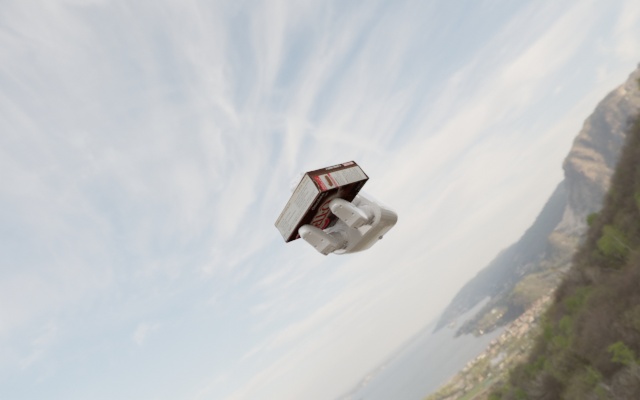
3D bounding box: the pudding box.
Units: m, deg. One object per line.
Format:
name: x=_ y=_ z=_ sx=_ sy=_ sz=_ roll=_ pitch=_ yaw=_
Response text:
pudding box: x=0.000 y=0.002 z=0.632 sx=0.090 sy=0.039 sz=0.114 roll=-18 pitch=-29 yaw=-41
